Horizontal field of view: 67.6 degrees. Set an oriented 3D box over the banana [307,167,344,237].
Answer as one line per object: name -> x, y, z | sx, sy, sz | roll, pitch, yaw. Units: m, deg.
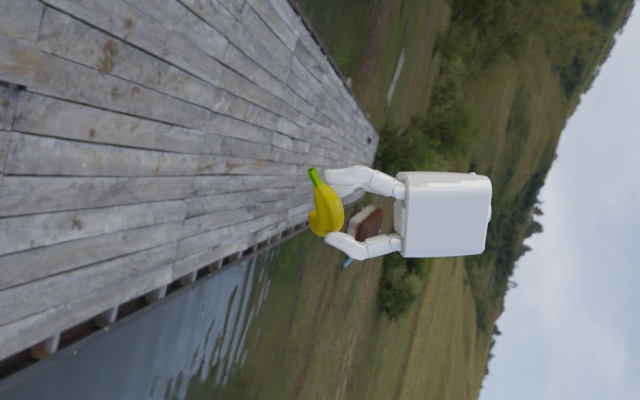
banana -> 0.006, 0.018, 0.667 | 0.037, 0.069, 0.198 | -17, -18, -8
